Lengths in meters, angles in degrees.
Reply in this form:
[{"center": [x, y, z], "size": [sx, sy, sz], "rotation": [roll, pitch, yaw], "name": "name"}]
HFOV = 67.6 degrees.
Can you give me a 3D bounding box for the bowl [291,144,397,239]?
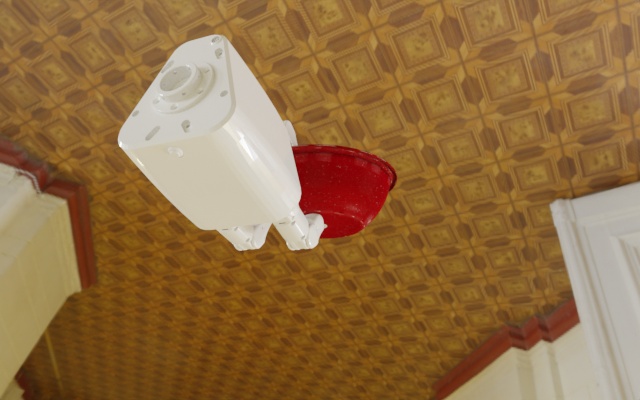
[{"center": [0.001, 0.002, 0.505], "size": [0.162, 0.055, 0.162], "rotation": [1, -21, 0], "name": "bowl"}]
